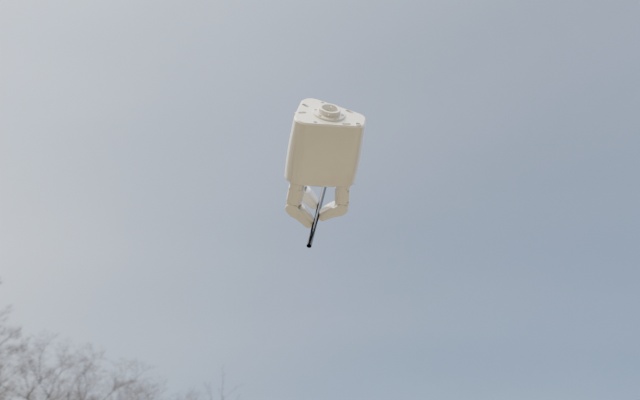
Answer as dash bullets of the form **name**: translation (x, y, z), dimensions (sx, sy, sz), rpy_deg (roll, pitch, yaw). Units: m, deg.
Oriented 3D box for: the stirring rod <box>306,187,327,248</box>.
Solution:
- **stirring rod**: translation (0.000, 0.003, 0.835), dimensions (0.011, 0.011, 0.239), rpy_deg (0, 34, 10)
